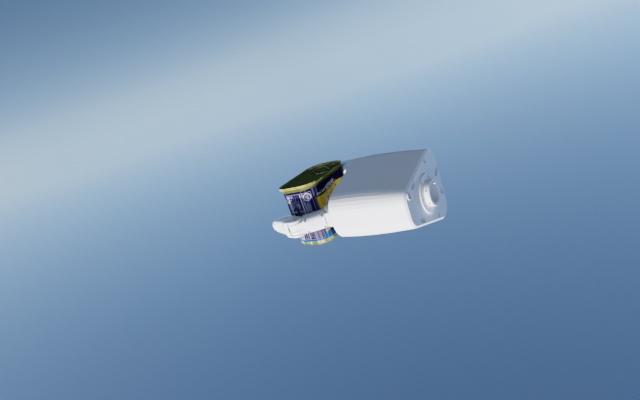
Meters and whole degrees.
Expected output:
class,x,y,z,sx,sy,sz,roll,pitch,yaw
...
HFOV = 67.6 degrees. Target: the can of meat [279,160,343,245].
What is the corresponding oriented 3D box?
class,x,y,z,sx,sy,sz,roll,pitch,yaw
can of meat,0.000,0.002,0.654,0.057,0.084,0.102,-9,19,35
